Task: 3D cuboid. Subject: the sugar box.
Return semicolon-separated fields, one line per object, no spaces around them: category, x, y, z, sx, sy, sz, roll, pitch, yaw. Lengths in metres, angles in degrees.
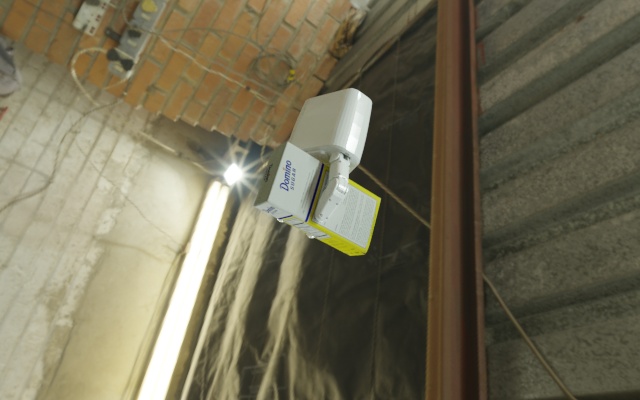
sugar box;0.000;0.002;0.669;0.176;0.093;0.048;29;-26;-26
